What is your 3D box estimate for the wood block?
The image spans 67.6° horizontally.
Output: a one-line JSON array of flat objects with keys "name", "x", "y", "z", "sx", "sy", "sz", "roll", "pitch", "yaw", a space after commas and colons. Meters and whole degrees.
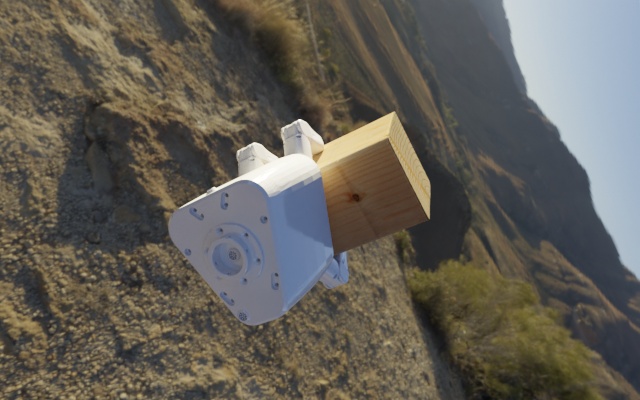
[{"name": "wood block", "x": 0.000, "y": 0.002, "z": 0.499, "sx": 0.206, "sy": 0.091, "sz": 0.090, "roll": -23, "pitch": 19, "yaw": 22}]
